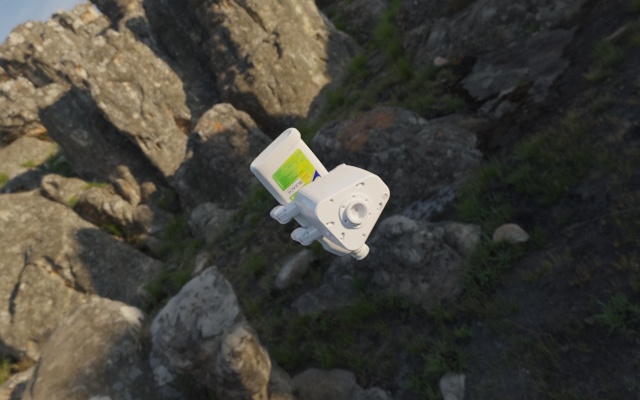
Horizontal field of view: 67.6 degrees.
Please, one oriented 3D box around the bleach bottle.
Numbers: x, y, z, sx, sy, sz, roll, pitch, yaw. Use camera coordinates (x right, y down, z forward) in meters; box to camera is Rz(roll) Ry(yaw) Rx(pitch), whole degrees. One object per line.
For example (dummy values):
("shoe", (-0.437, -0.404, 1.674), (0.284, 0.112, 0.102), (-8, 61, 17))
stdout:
("bleach bottle", (0.000, 0.003, 0.812), (0.251, 0.102, 0.068), (47, -4, -19))
